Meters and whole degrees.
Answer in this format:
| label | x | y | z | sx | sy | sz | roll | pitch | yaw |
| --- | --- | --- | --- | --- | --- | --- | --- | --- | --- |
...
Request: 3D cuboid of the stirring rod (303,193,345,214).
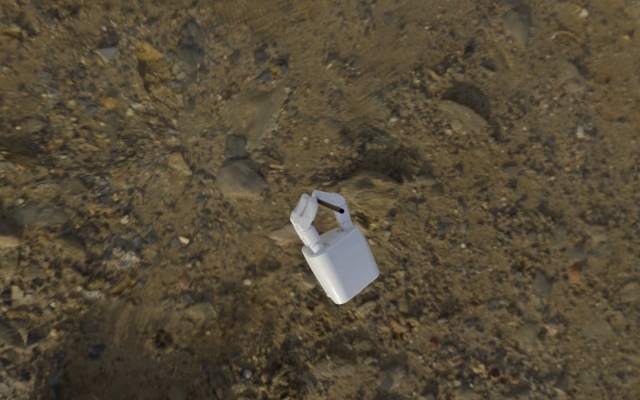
| label | x | y | z | sx | sy | sz | roll | pitch | yaw |
| --- | --- | --- | --- | --- | --- | --- | --- | --- | --- |
| stirring rod | 0.000 | 0.003 | 0.817 | 0.011 | 0.011 | 0.239 | 0 | 6 | -15 |
